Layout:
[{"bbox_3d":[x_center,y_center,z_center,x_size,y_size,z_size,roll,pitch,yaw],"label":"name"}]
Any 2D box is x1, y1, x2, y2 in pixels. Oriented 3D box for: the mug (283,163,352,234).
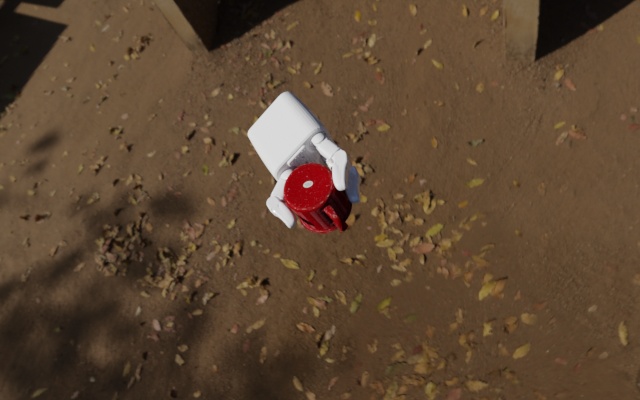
[{"bbox_3d":[0.001,0.003,0.729,0.093,0.117,0.081,-39,-31,0],"label":"mug"}]
